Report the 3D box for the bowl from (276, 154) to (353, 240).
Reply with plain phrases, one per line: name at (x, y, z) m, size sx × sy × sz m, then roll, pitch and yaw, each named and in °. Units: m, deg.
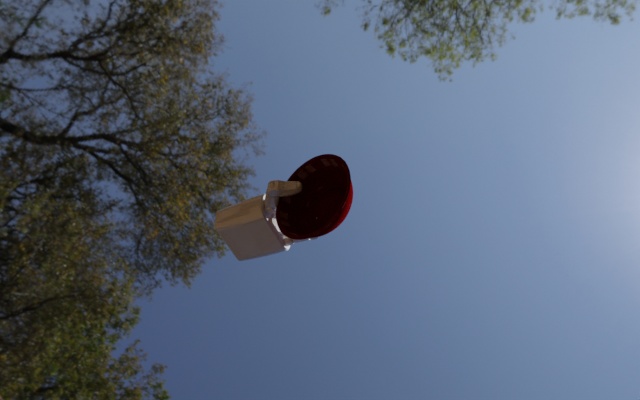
bowl at (0.001, 0.003, 0.817) m, size 0.162 × 0.162 × 0.055 m, roll 0°, pitch -27°, yaw 44°
